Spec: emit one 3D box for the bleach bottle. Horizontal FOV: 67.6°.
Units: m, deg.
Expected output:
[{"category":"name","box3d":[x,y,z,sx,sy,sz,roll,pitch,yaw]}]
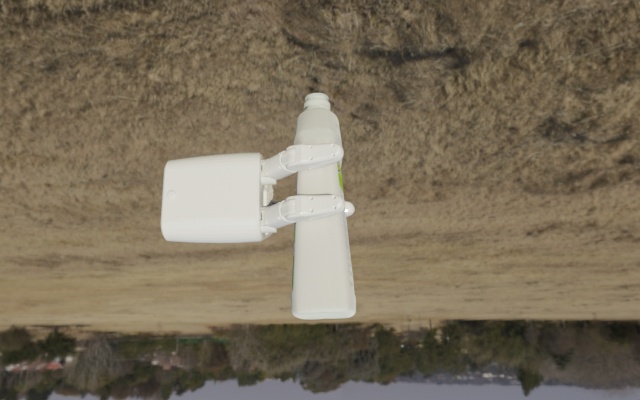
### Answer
[{"category":"bleach bottle","box3d":[0.000,0.002,0.536,0.068,0.250,0.102,-3,-17,2]}]
